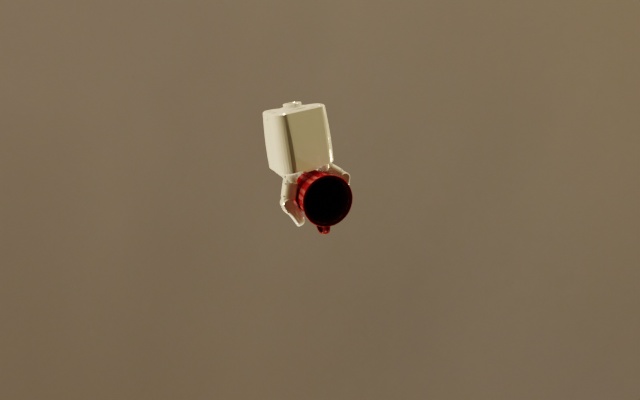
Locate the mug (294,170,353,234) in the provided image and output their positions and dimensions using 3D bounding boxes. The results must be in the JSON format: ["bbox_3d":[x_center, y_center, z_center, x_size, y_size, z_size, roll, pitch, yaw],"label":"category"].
[{"bbox_3d":[0.000,0.004,0.857,0.093,0.117,0.081,-13,19,-18],"label":"mug"}]
